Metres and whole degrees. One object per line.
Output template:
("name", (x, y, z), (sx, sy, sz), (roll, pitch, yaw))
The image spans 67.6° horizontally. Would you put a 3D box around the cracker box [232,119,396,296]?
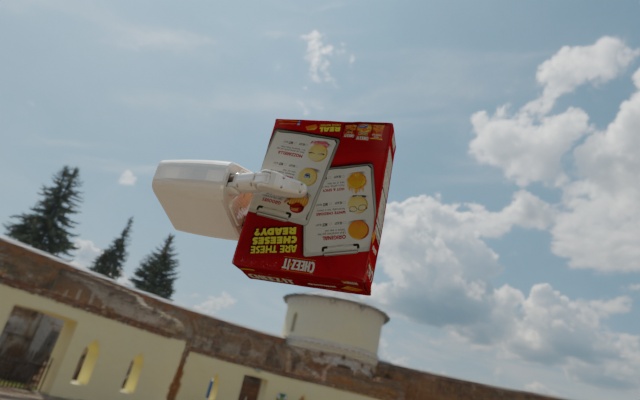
("cracker box", (0.000, 0.002, 0.611), (0.164, 0.213, 0.072), (5, -25, 17))
